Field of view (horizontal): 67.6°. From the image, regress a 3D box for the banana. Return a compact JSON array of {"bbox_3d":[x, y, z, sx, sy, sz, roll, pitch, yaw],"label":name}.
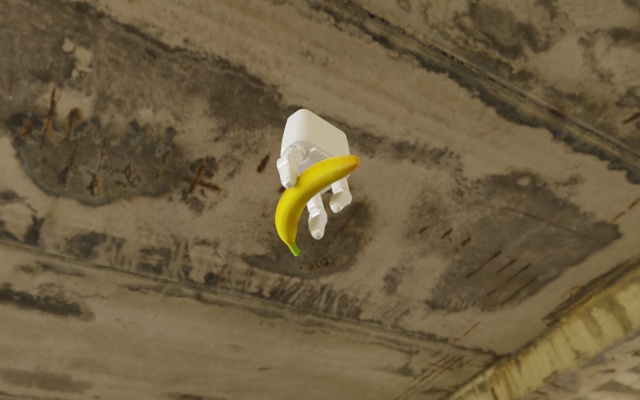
[{"bbox_3d":[-0.018,-0.004,0.700,0.069,0.198,0.037,27,34,-10],"label":"banana"}]
